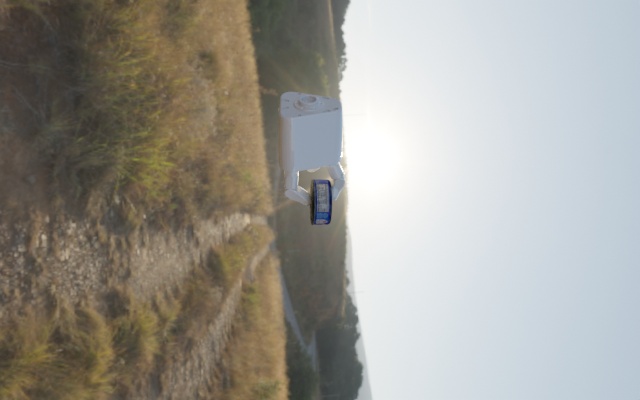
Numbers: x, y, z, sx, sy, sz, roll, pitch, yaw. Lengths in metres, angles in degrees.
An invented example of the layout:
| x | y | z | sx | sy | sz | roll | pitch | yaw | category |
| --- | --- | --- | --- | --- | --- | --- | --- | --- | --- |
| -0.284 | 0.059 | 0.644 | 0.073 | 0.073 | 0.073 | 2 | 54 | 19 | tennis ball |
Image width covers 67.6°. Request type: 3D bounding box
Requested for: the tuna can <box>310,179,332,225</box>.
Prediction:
| x | y | z | sx | sy | sz | roll | pitch | yaw | category |
| --- | --- | --- | --- | --- | --- | --- | --- | --- | --- |
| 0.001 | 0.003 | 0.890 | 0.034 | 0.086 | 0.086 | 0 | 0 | -6 | tuna can |
